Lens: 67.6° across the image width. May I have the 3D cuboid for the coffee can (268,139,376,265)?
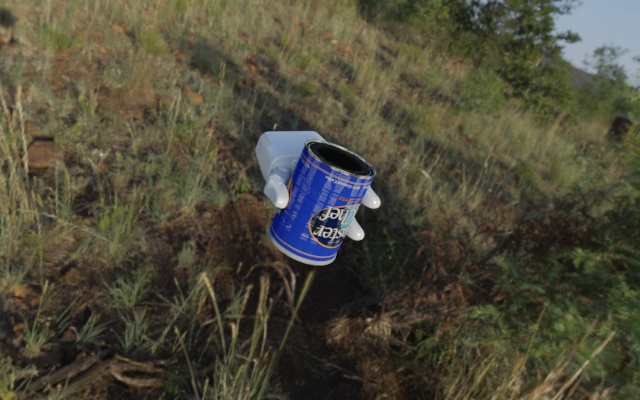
[{"bbox_3d":[0.000,0.002,0.652,0.103,0.140,0.102,21,22,-9],"label":"coffee can"}]
